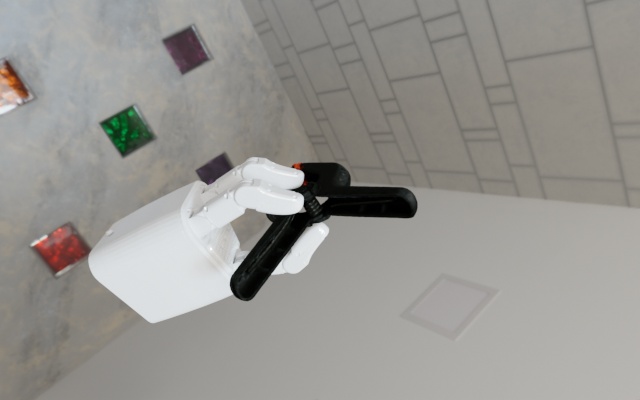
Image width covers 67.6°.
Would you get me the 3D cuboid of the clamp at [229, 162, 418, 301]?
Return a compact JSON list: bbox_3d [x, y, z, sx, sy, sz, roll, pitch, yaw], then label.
[{"bbox_3d":[0.000,0.002,0.459,0.164,0.036,0.210,-24,22,9],"label":"clamp"}]
